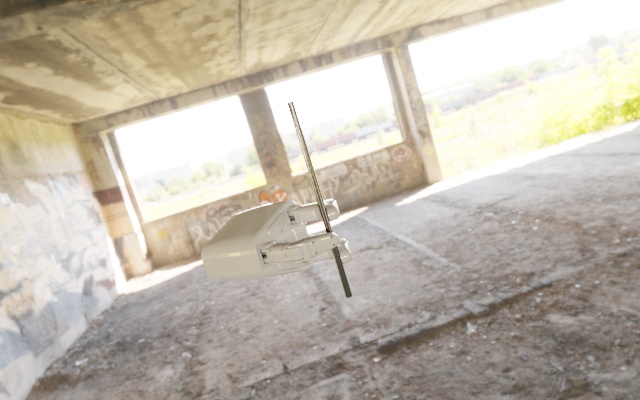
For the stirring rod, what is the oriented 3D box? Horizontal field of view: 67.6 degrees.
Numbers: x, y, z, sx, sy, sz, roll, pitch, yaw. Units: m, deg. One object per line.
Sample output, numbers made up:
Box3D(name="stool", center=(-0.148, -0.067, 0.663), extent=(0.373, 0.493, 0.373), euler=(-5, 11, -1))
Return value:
Box3D(name="stirring rod", center=(0.000, 0.002, 0.559), extent=(0.011, 0.239, 0.011), euler=(-17, 8, 2))
